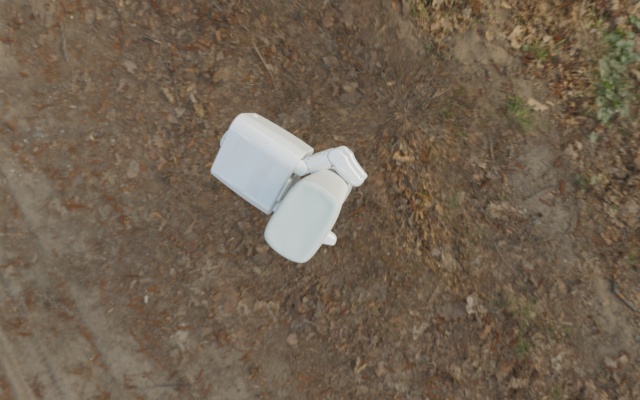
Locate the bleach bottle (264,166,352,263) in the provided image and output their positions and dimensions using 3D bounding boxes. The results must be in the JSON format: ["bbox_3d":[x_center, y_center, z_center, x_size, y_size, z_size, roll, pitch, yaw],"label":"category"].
[{"bbox_3d":[0.000,0.002,0.674,0.068,0.102,0.251,34,14,3],"label":"bleach bottle"}]
